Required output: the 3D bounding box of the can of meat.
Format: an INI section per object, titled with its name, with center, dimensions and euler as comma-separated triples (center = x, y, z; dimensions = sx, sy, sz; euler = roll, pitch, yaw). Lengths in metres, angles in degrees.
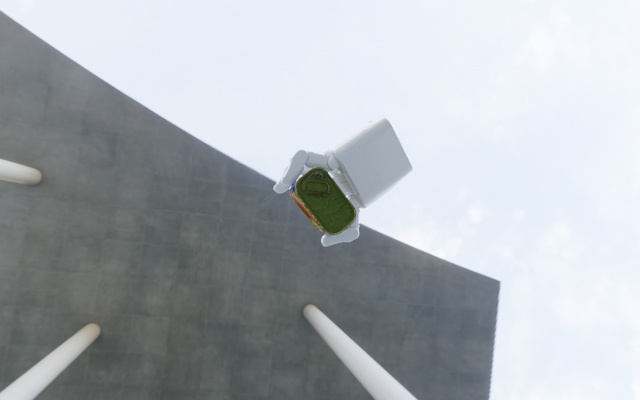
[can of meat]
center = 0.000, 0.003, 0.739
dimensions = 0.057, 0.102, 0.084
euler = -38, 5, -10
